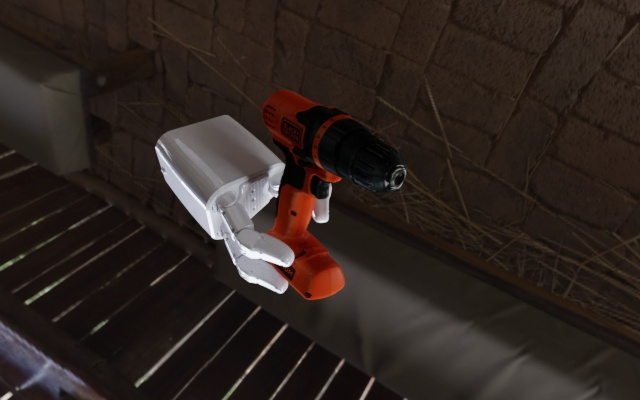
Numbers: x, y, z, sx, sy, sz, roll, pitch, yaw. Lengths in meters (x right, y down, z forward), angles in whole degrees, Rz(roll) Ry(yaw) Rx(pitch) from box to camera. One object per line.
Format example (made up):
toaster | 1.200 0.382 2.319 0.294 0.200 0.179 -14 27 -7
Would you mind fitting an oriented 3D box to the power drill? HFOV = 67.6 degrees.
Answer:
power drill | 0.000 0.002 0.472 0.057 0.188 0.184 -11 34 -34
